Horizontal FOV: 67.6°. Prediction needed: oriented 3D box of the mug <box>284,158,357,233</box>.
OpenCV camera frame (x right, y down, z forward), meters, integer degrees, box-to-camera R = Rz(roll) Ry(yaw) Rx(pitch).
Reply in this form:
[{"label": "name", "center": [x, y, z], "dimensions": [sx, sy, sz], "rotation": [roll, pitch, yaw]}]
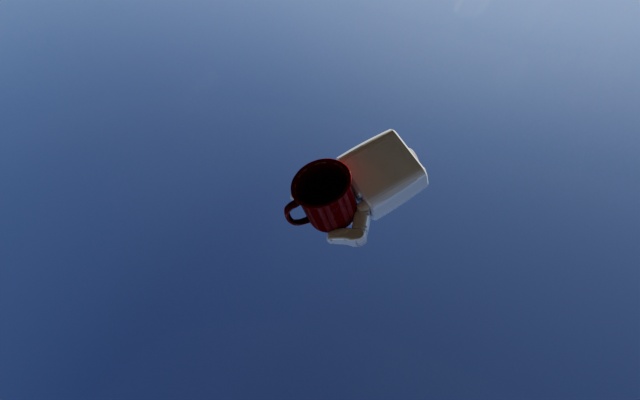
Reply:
[{"label": "mug", "center": [-0.001, 0.003, 0.732], "dimensions": [0.117, 0.093, 0.082], "rotation": [-30, -39, -5]}]
